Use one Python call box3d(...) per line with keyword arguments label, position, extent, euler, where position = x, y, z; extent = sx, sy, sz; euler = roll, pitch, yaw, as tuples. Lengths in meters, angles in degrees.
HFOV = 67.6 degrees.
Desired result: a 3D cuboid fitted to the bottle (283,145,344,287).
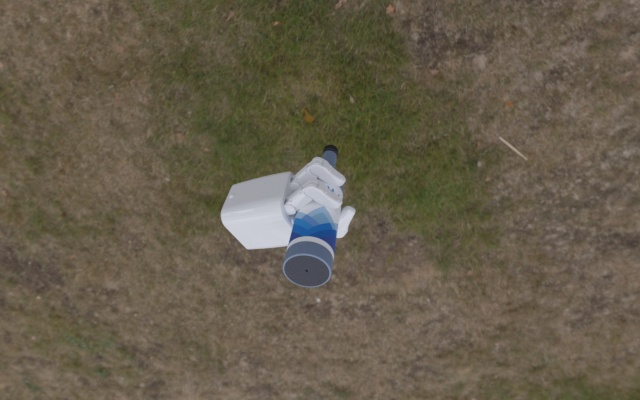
box3d(label="bottle", position=(0.000, 0.003, 0.754), extent=(0.069, 0.069, 0.295), euler=(0, 39, 9))
